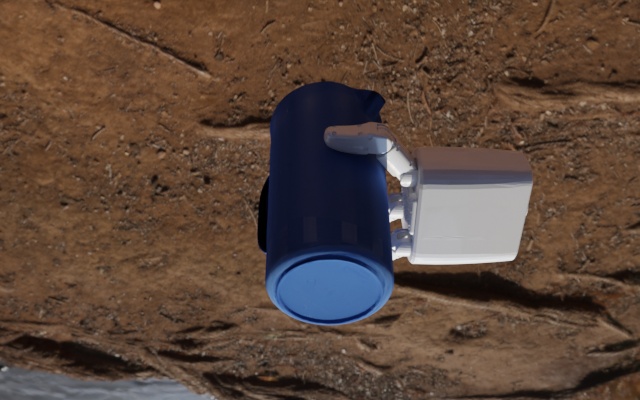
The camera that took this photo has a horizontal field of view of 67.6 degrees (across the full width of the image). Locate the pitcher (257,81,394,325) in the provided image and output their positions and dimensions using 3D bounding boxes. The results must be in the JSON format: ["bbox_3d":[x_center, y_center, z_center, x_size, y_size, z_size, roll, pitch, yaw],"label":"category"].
[{"bbox_3d":[0.000,0.002,0.485,0.145,0.149,0.242,1,42,-1],"label":"pitcher"}]
